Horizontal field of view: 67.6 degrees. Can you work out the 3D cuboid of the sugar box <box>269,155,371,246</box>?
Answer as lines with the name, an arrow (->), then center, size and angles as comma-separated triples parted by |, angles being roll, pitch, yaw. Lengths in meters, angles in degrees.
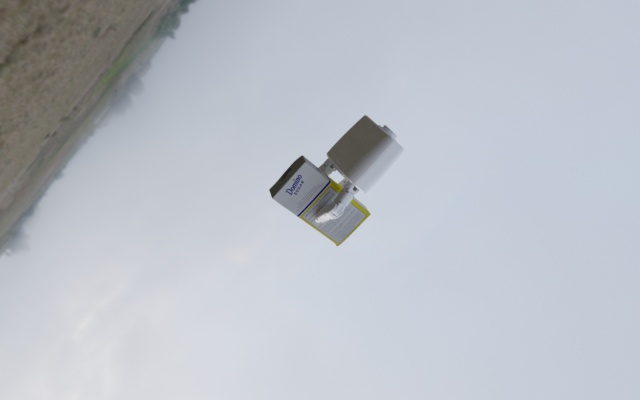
sugar box -> 0.000, 0.003, 0.892 | 0.176, 0.093, 0.048 | 39, 11, -26
